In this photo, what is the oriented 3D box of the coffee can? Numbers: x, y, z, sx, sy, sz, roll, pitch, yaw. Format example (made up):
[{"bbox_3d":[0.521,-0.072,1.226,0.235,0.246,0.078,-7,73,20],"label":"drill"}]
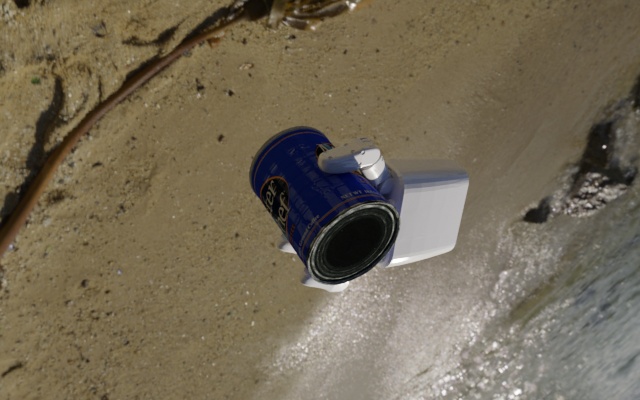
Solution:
[{"bbox_3d":[0.000,0.001,0.492,0.103,0.103,0.140,0,36,-36],"label":"coffee can"}]
